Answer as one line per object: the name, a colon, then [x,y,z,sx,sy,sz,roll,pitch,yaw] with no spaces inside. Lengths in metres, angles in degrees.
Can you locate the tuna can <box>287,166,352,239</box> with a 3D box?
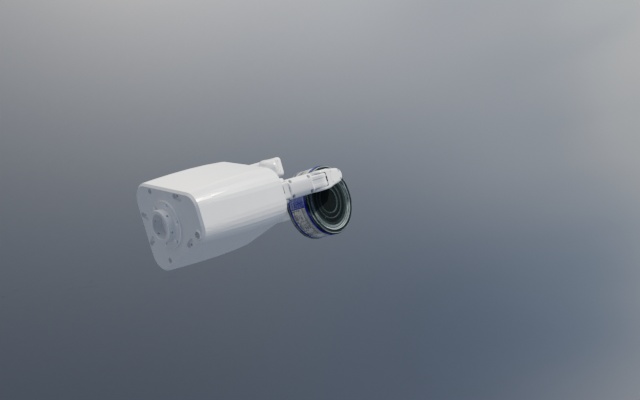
tuna can: [0.001,0.002,0.579,0.034,0.086,0.086,-16,-10,40]
